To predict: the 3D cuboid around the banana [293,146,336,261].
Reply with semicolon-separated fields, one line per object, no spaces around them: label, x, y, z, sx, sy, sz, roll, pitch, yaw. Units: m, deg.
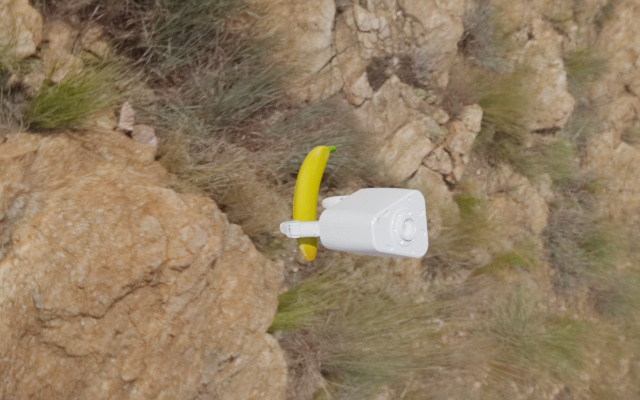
banana;-0.013;-0.006;0.754;0.070;0.197;0.037;23;-16;-39
